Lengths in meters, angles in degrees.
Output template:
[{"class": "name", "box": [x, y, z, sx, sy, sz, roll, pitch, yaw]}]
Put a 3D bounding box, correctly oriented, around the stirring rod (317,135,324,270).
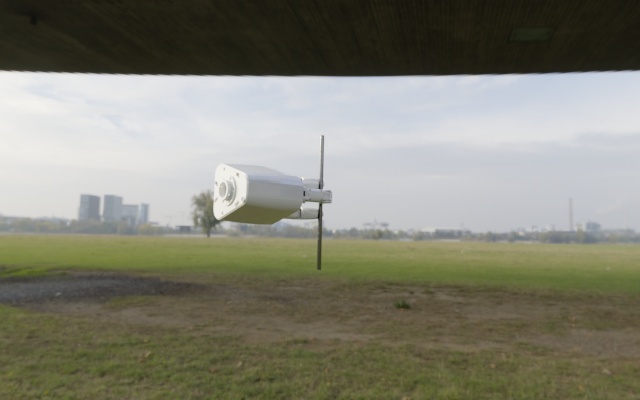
[{"class": "stirring rod", "box": [0.000, 0.003, 0.852, 0.011, 0.239, 0.011, 1, -4, 0]}]
